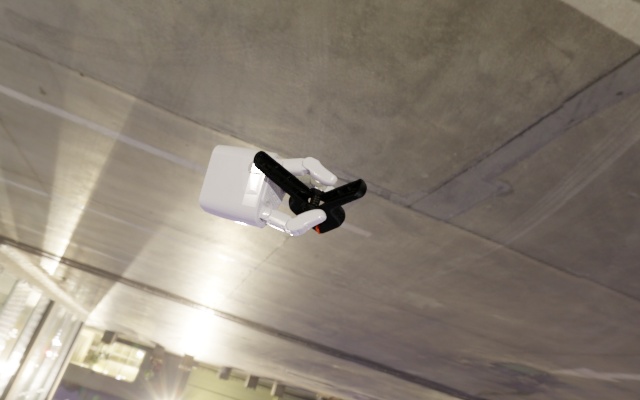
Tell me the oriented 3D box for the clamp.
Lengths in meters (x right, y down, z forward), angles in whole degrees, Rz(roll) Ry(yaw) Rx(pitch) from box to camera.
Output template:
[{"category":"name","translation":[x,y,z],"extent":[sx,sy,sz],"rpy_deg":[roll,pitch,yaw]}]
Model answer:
[{"category":"clamp","translation":[0.000,0.003,0.727],"extent":[0.164,0.036,0.210],"rpy_deg":[15,-23,20]}]
